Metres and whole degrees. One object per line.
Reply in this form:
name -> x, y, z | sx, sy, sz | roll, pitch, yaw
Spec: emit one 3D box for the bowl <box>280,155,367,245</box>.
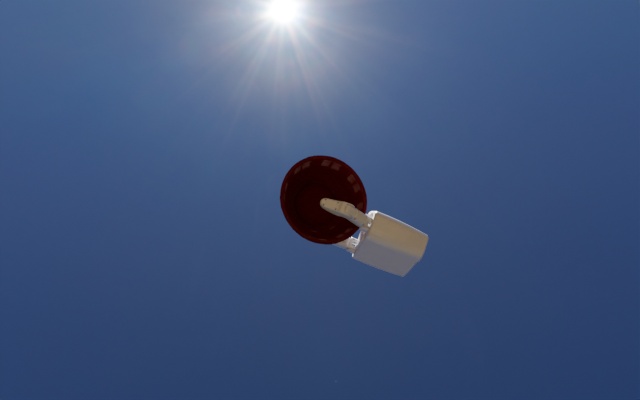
bowl -> -0.001, 0.002, 0.865 | 0.162, 0.162, 0.055 | 0, -12, -18
